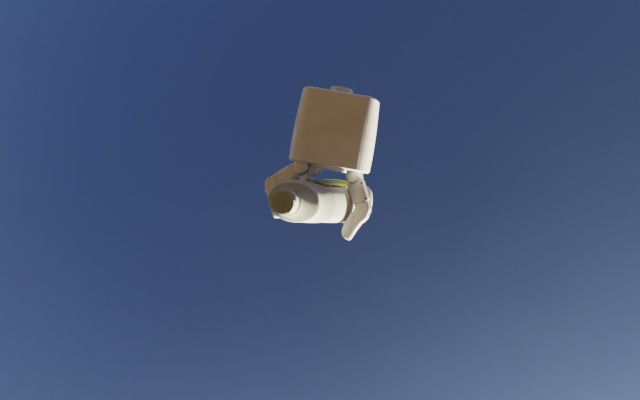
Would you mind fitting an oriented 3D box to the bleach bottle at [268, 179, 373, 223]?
[{"bbox_3d":[0.000,0.002,0.678,0.102,0.068,0.251,11,4,17],"label":"bleach bottle"}]
